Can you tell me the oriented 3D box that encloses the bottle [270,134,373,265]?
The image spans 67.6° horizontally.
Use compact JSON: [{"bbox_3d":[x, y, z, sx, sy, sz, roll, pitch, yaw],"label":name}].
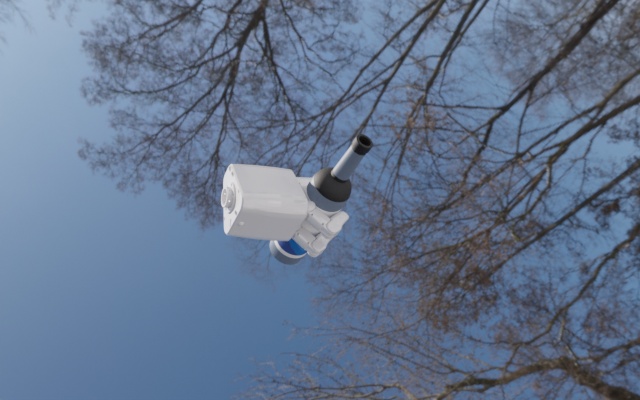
[{"bbox_3d":[0.000,0.003,0.777,0.069,0.069,0.296,0,-36,-32],"label":"bottle"}]
